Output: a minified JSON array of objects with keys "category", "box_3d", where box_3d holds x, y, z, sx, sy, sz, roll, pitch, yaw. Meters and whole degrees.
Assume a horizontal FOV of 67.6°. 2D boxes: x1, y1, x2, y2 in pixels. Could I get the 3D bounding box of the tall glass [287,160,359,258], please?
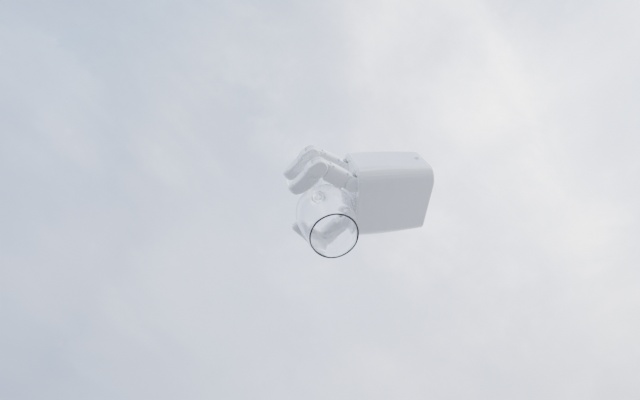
[{"category":"tall glass","box_3d":[0.000,0.002,0.664,0.079,0.079,0.201,0,25,-10]}]
